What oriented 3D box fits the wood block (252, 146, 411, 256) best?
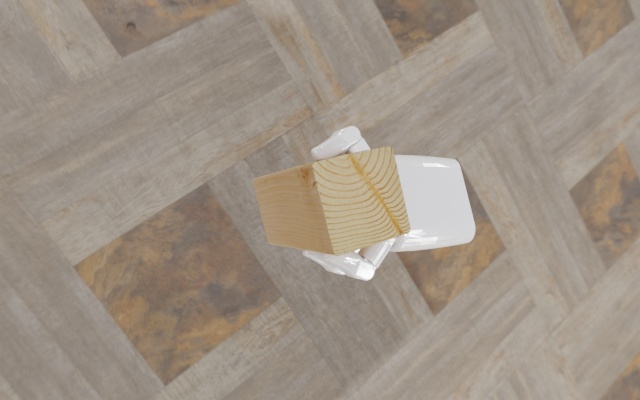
[{"bbox_3d":[0.000,0.001,0.544,0.090,0.091,0.206,-15,4,-23],"label":"wood block"}]
